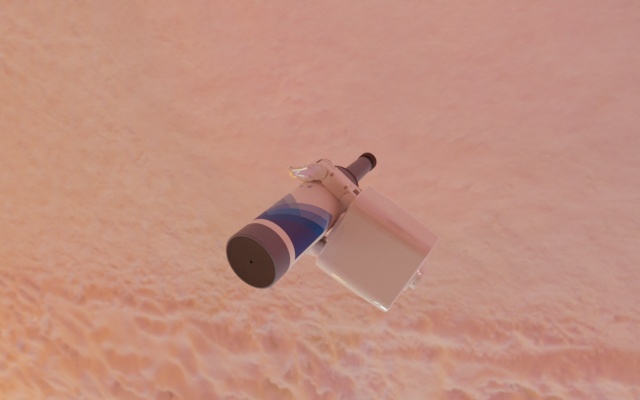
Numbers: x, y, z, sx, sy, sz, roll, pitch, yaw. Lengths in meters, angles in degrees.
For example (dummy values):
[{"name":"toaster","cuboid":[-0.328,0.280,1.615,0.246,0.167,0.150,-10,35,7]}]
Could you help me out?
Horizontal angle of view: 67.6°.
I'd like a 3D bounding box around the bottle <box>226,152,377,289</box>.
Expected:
[{"name":"bottle","cuboid":[0.000,0.002,0.604,0.069,0.069,0.295,0,25,33]}]
